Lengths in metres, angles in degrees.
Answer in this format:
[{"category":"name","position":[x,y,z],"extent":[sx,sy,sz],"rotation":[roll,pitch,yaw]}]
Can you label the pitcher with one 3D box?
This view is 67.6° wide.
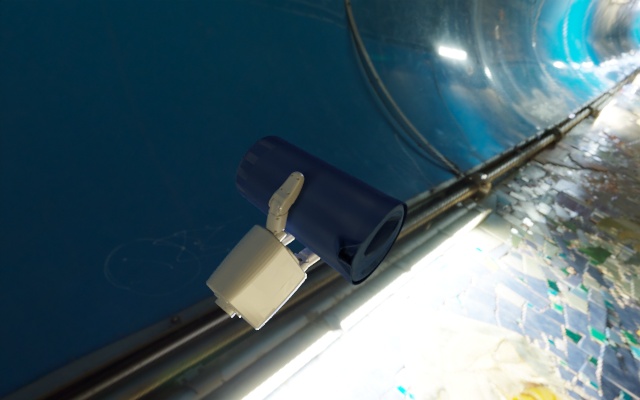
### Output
[{"category":"pitcher","position":[0.000,0.002,0.706],"extent":[0.242,0.145,0.149],"rotation":[33,-18,23]}]
